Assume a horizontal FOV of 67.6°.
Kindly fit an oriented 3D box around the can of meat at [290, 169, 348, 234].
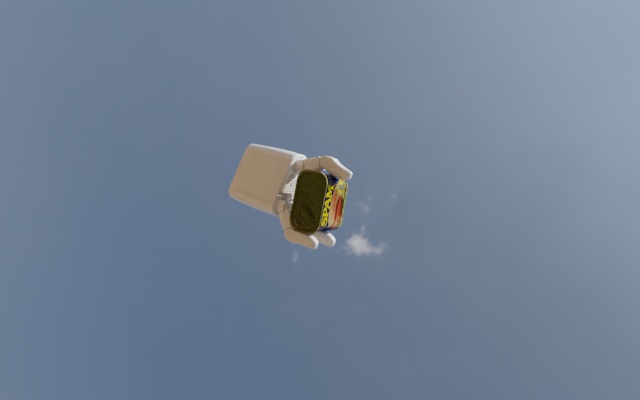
[{"bbox_3d":[0.000,0.003,0.797,0.057,0.102,0.084,13,6,29],"label":"can of meat"}]
